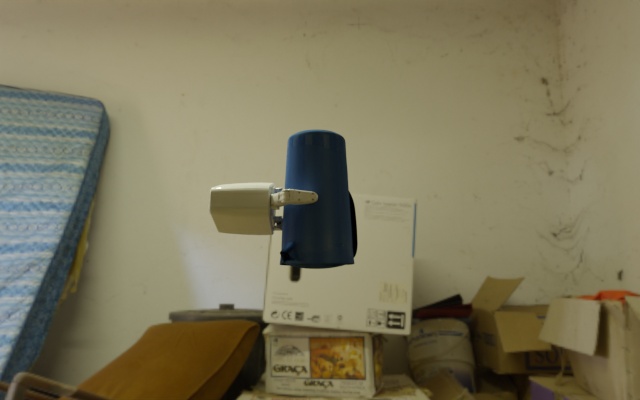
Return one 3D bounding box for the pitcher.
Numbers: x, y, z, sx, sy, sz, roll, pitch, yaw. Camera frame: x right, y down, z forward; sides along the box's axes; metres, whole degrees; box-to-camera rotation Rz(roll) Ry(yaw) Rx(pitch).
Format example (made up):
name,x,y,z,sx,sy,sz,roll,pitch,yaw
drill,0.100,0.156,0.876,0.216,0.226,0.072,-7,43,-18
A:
name,x,y,z,sx,sy,sz,roll,pitch,yaw
pitcher,0.000,0.003,0.874,0.145,0.242,0.149,0,-9,-1
